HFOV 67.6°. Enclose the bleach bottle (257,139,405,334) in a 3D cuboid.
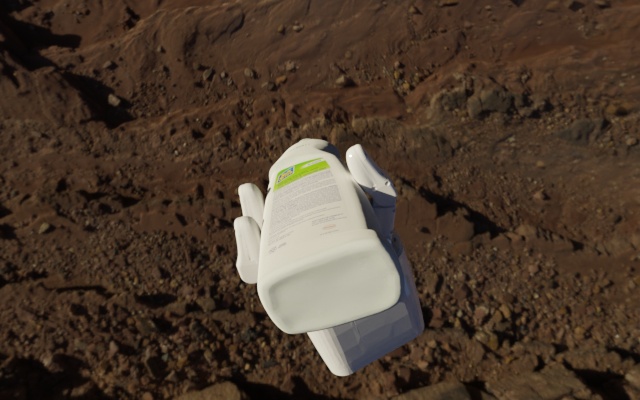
[{"bbox_3d":[0.000,0.001,0.430,0.102,0.068,0.250,-19,29,7],"label":"bleach bottle"}]
